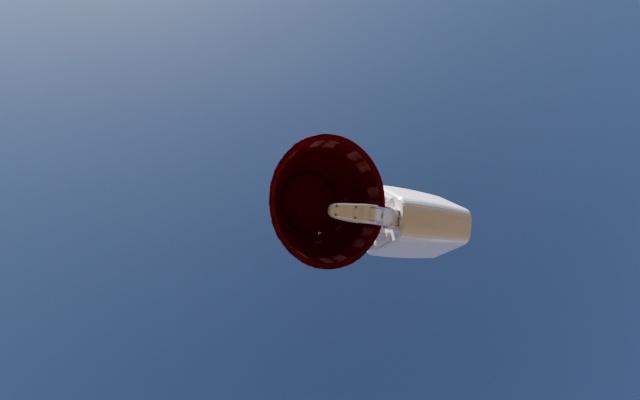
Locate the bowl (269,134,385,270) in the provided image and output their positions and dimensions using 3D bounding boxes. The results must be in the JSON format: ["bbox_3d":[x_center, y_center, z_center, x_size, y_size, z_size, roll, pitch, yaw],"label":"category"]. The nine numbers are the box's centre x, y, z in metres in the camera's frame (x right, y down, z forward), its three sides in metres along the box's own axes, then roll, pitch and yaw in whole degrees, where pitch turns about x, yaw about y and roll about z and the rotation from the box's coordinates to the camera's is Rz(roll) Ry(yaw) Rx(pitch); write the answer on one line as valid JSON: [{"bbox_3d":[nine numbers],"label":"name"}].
[{"bbox_3d":[-0.001,0.001,0.589,0.162,0.162,0.055,0,-2,-30],"label":"bowl"}]
